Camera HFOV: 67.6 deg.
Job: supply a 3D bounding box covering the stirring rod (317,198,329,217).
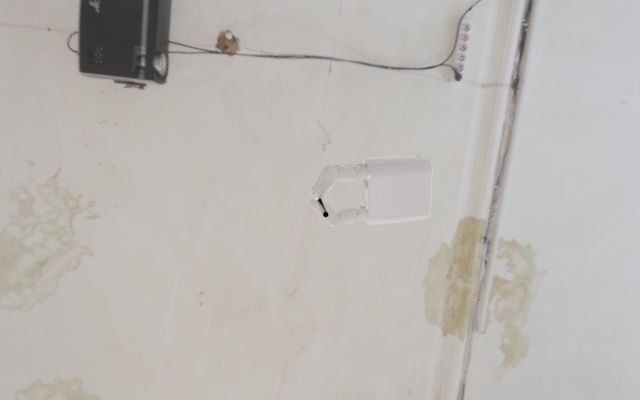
[{"bbox_3d":[0.000,0.003,0.751,0.011,0.011,0.239,0,8,-3],"label":"stirring rod"}]
